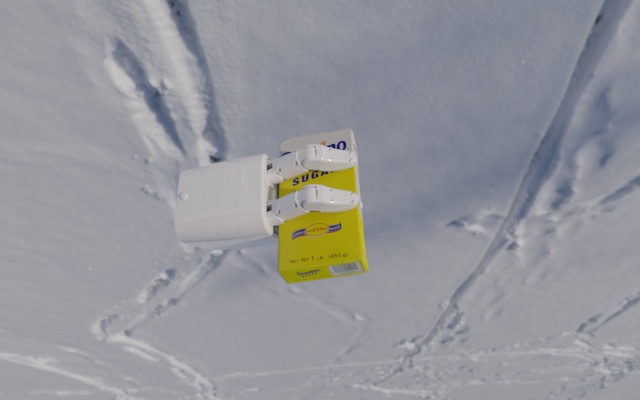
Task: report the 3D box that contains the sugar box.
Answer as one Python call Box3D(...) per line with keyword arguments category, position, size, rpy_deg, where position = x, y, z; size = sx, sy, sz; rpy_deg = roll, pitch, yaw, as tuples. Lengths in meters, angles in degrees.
Box3D(category="sugar box", position=(0.000, 0.002, 0.548), size=(0.093, 0.176, 0.048), rpy_deg=(-9, -30, 9))
